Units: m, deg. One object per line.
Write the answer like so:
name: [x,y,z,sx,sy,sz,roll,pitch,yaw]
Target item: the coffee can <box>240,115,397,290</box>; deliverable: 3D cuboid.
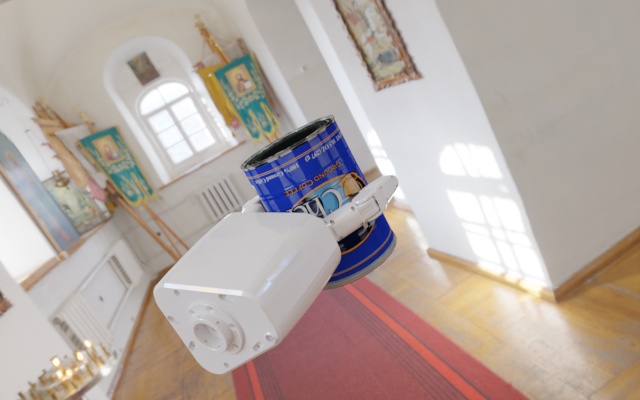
coffee can: [0.000,0.002,0.476,0.103,0.140,0.102,-27,15,8]
